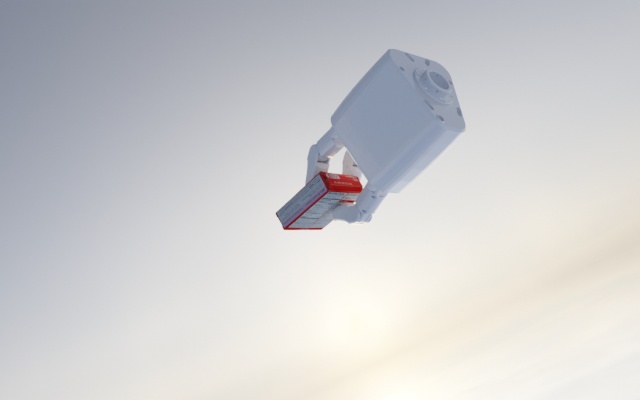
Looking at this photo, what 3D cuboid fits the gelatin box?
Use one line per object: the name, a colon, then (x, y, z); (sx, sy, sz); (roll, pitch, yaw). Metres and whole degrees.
gelatin box: (0.000, 0.003, 0.589); (0.089, 0.030, 0.073); (-42, -27, 30)
